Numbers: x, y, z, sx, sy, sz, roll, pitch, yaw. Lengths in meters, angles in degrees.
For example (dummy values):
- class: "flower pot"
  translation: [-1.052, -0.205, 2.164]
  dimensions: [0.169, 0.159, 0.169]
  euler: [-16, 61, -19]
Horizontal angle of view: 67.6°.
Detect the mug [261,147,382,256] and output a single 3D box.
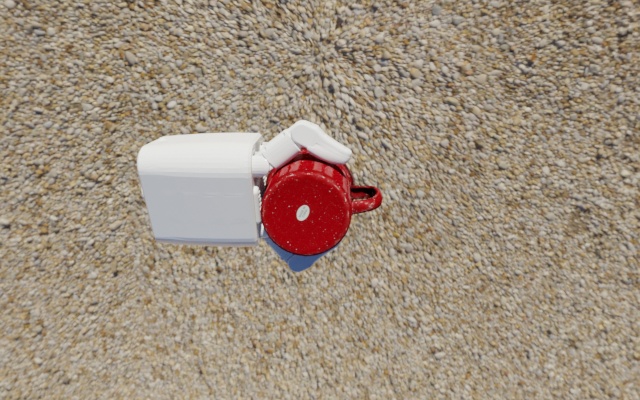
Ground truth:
- class: "mug"
  translation: [0.002, 0.002, 0.454]
  dimensions: [0.117, 0.093, 0.081]
  euler: [0, 17, 2]
